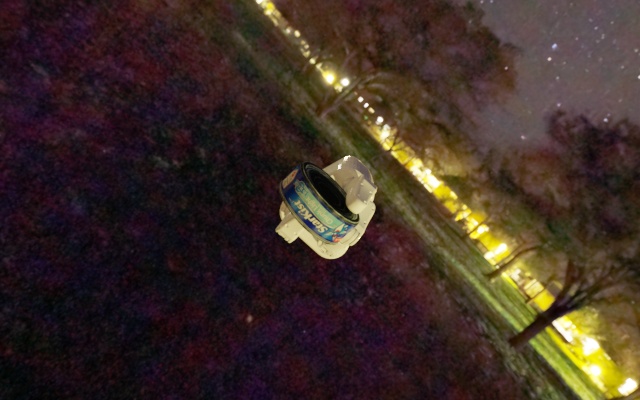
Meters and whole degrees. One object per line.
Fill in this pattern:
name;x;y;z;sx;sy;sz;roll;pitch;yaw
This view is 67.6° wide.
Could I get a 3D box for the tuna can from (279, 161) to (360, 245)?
tuna can;0.000;0.001;0.484;0.034;0.086;0.086;-43;-15;17
